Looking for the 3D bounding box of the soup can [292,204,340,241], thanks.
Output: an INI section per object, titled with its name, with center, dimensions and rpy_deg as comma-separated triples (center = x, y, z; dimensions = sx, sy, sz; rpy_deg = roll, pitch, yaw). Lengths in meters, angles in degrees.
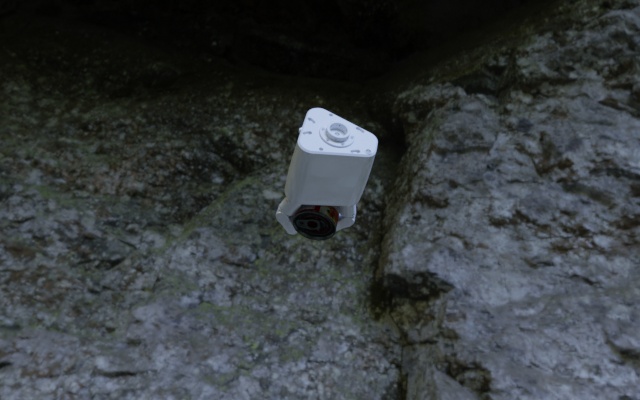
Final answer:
[soup can]
center = 0.000, 0.003, 0.755
dimensions = 0.068, 0.102, 0.069
rpy_deg = 8, -41, 7
